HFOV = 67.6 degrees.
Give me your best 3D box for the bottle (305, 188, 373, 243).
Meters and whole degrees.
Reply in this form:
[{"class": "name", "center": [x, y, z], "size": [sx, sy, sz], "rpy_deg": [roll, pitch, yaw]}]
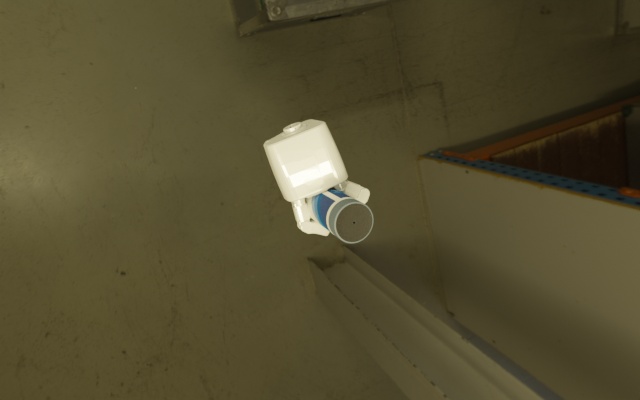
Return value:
[{"class": "bottle", "center": [0.000, 0.003, 0.865], "size": [0.069, 0.069, 0.295], "rpy_deg": [0, 12, -21]}]
